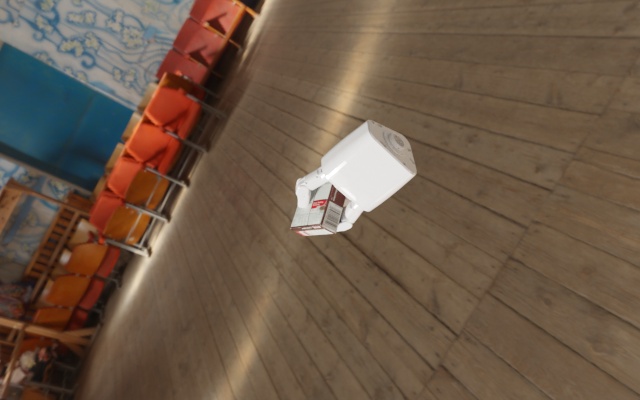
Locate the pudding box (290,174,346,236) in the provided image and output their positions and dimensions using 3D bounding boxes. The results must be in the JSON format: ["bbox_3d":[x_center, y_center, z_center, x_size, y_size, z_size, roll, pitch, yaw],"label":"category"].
[{"bbox_3d":[0.000,0.003,0.830,0.039,0.113,0.090,31,-24,-31],"label":"pudding box"}]
